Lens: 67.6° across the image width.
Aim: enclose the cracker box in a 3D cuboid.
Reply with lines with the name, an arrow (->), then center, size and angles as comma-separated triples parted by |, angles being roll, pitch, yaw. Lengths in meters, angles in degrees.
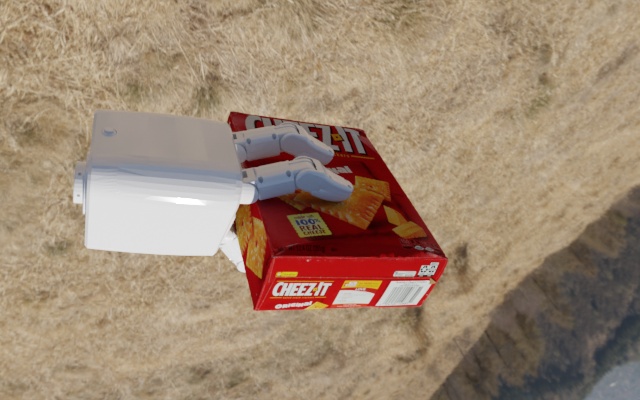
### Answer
cracker box -> 0.000, 0.002, 0.462 | 0.164, 0.072, 0.213 | 4, 38, -25
